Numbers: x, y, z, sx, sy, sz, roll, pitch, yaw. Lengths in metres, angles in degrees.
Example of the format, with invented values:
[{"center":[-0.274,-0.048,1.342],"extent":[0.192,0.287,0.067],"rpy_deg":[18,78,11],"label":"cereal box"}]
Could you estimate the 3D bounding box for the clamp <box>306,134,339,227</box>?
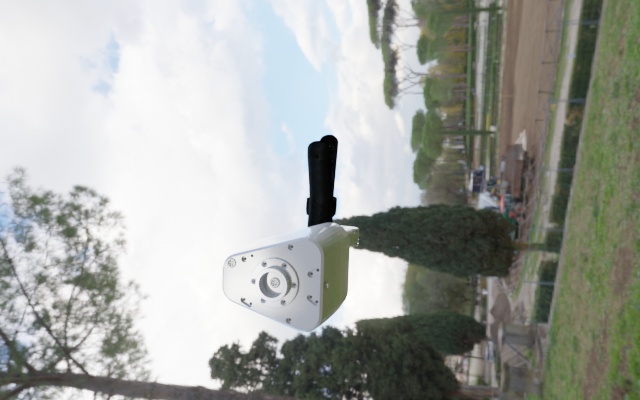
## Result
[{"center":[-0.001,0.002,0.576],"extent":[0.039,0.171,0.120],"rpy_deg":[2,3,13],"label":"clamp"}]
